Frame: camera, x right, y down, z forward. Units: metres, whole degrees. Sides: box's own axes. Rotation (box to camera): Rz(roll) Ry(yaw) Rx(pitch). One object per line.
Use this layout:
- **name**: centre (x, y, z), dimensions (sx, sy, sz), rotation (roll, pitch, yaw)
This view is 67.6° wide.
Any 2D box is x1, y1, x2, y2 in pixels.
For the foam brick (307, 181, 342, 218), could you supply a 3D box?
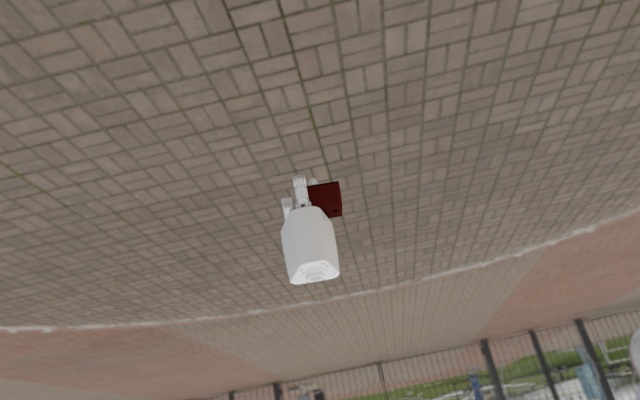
- **foam brick**: centre (0.000, 0.003, 0.895), dimensions (0.078, 0.051, 0.053), rotation (-9, -28, -3)
